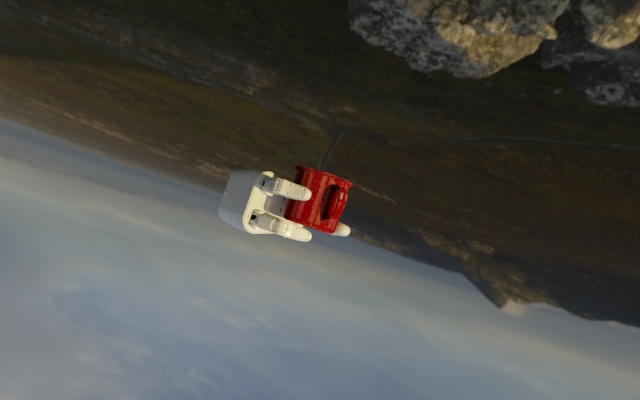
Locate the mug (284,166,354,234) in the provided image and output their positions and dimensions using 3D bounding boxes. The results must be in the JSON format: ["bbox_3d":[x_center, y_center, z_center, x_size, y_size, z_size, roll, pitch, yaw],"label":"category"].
[{"bbox_3d":[0.001,0.003,0.707,0.093,0.081,0.117,20,-5,-33],"label":"mug"}]
